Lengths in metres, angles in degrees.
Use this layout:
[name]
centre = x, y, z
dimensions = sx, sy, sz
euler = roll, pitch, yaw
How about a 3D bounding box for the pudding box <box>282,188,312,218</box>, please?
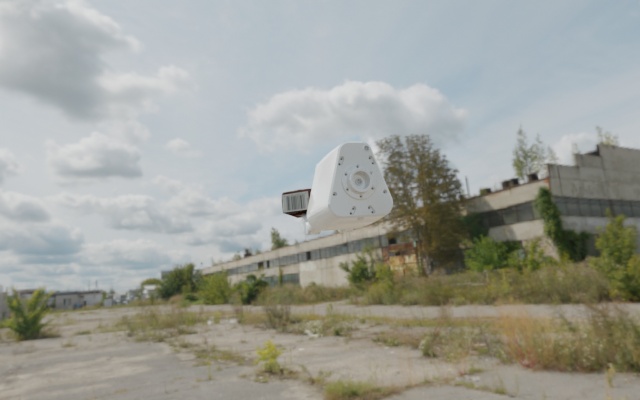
[pudding box]
centre = 0.000, 0.002, 0.811
dimensions = 0.113, 0.039, 0.090
euler = -6, -9, 12
